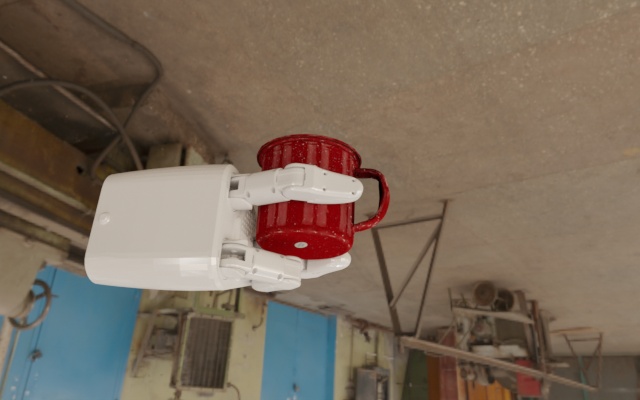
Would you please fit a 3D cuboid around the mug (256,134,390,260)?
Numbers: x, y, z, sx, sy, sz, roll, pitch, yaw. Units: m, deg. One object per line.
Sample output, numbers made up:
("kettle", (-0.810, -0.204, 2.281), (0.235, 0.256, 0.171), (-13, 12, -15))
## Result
("mug", (0.001, 0.002, 0.406), (0.117, 0.081, 0.093), (-2, -24, 11))
